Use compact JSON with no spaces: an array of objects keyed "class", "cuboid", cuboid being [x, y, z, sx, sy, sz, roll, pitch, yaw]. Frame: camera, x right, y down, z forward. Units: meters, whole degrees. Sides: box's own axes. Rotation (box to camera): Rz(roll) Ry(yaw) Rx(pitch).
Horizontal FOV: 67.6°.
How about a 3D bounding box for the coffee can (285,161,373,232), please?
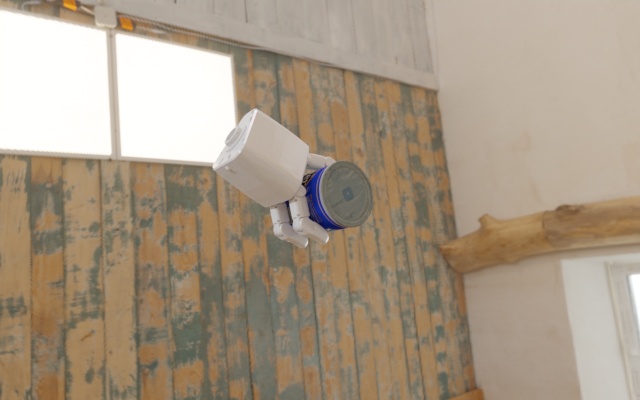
[{"class":"coffee can","cuboid":[0.000,0.003,0.769,0.103,0.103,0.140,0,-11,-38]}]
